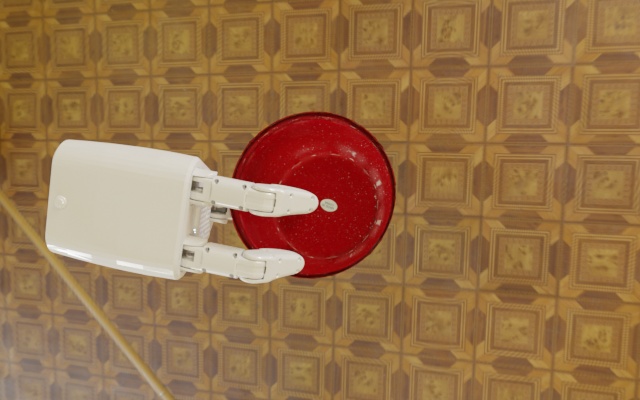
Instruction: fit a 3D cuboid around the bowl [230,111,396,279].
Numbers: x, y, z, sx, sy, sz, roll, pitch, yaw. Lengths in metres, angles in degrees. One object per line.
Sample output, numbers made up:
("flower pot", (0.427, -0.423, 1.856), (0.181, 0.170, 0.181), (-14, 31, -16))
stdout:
("bowl", (0.001, 0.001, 0.431), (0.162, 0.162, 0.055), (0, 10, -12))
